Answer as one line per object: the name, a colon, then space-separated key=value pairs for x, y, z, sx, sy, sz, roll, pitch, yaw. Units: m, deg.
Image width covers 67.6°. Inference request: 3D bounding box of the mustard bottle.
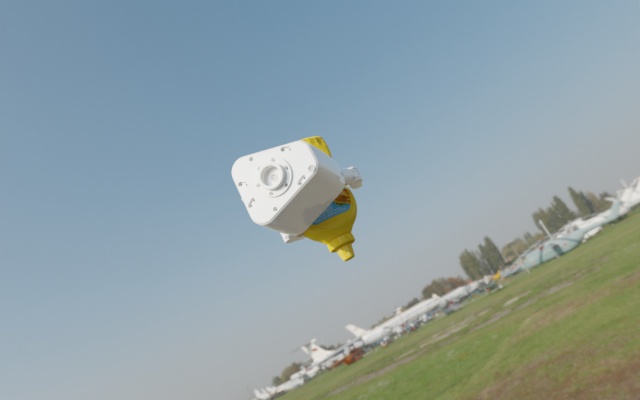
mustard bottle: x=0.000 y=0.002 z=0.713 sx=0.096 sy=0.191 sz=0.058 roll=-24 pitch=-17 yaw=-12
